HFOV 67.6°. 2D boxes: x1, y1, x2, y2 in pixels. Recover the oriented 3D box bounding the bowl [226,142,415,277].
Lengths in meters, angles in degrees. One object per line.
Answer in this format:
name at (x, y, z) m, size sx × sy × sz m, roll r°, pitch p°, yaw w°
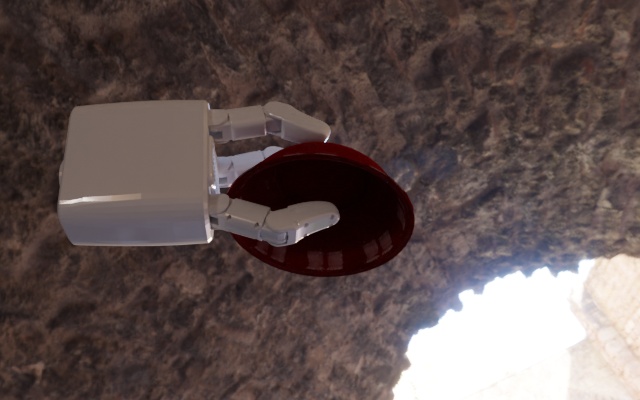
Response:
bowl at (0.001, 0.001, 0.422) m, size 0.162 × 0.055 × 0.162 m, roll 3°, pitch -42°, yaw 3°
